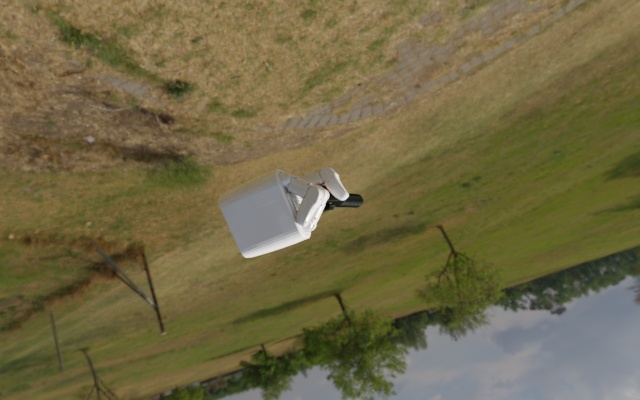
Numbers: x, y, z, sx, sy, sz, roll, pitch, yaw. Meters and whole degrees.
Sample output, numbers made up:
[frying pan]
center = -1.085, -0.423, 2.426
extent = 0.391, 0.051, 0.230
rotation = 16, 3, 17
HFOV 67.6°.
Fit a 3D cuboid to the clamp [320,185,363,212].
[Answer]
[clamp]
center = 0.000, 0.003, 0.825
extent = 0.120, 0.039, 0.171
rotation = -18, -14, 15
